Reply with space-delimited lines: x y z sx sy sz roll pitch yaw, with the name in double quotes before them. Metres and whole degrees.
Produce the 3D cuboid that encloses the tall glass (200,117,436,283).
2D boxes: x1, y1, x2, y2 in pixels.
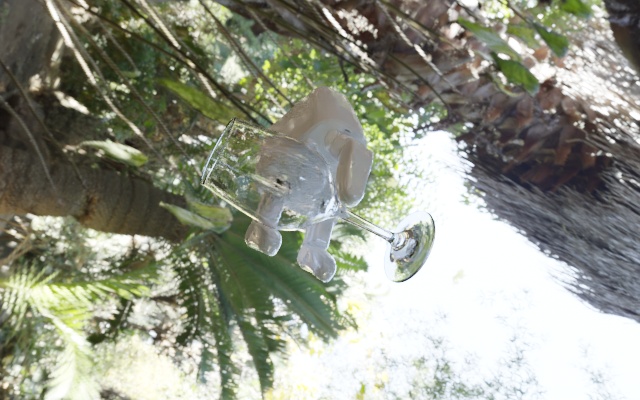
"tall glass" 0.001 0.002 0.420 0.201 0.079 0.079 27 -10 -20
